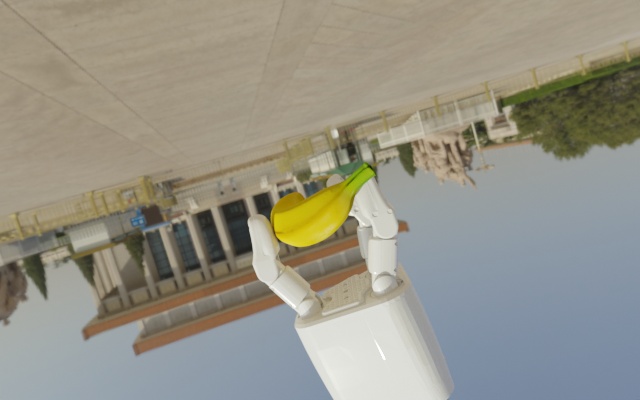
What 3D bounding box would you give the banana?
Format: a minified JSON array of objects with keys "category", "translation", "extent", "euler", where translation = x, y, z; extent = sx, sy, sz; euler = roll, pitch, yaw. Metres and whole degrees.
[{"category":"banana","translation":[-0.013,0.012,0.428],"extent":[0.069,0.037,0.198],"euler":[-38,9,-19]}]
